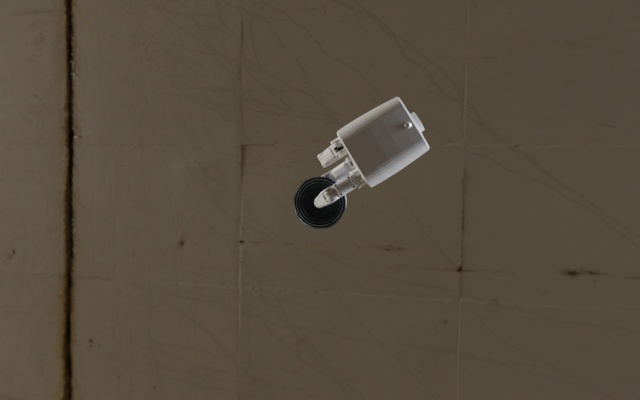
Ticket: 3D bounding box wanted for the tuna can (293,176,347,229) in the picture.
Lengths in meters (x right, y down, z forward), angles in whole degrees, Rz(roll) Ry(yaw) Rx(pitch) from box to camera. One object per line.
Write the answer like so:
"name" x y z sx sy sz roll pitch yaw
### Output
"tuna can" 0.000 0.003 0.783 0.086 0.086 0.034 0 5 6
